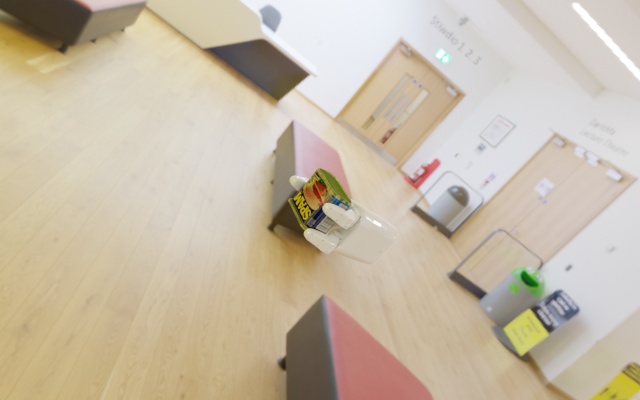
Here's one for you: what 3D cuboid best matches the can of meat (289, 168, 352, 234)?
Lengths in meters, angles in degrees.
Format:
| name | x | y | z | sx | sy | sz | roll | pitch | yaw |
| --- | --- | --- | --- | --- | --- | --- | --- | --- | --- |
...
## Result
| name | x | y | z | sx | sy | sz | roll | pitch | yaw |
| --- | --- | --- | --- | --- | --- | --- | --- | --- | --- |
| can of meat | 0.000 | 0.002 | 0.835 | 0.057 | 0.084 | 0.102 | 29 | 20 | -36 |
